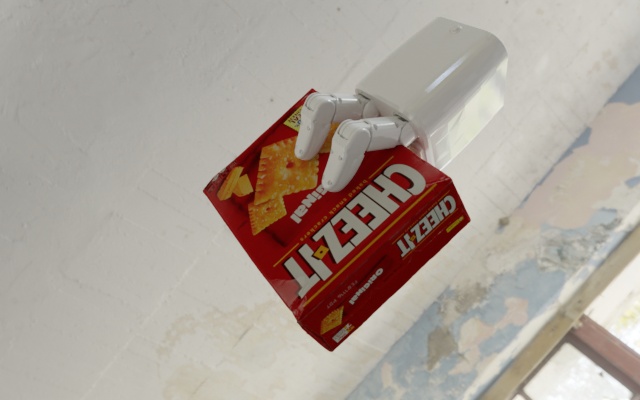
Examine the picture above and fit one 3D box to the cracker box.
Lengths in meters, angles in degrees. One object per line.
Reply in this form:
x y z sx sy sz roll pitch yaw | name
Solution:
0.000 0.001 0.449 0.213 0.164 0.072 43 -5 45 | cracker box
